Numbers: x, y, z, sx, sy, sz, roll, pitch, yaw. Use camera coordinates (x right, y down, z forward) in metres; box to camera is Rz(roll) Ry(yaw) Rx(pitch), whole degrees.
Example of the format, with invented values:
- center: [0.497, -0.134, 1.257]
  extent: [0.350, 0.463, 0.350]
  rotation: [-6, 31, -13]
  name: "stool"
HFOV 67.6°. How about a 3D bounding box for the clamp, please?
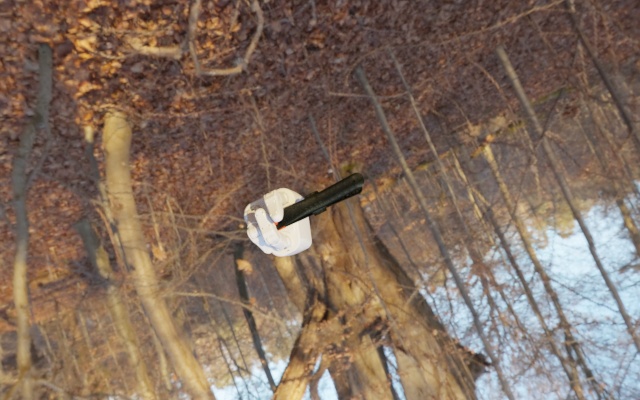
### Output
- center: [0.000, 0.003, 0.796]
  extent: [0.171, 0.039, 0.120]
  rotation: [-24, -11, 10]
  name: "clamp"
